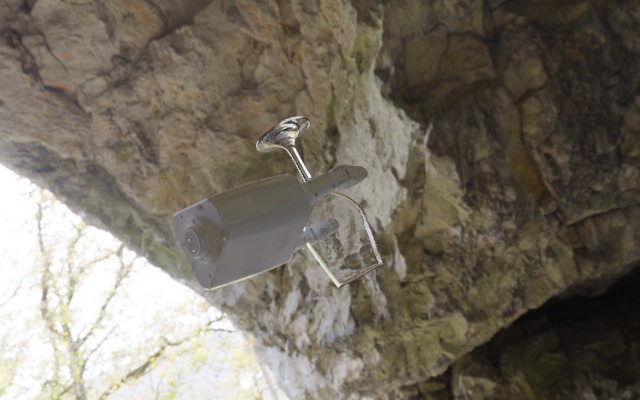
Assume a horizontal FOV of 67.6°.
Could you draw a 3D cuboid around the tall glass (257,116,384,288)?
[{"bbox_3d":[0.000,0.001,0.576,0.079,0.201,0.079,-28,-13,-7],"label":"tall glass"}]
